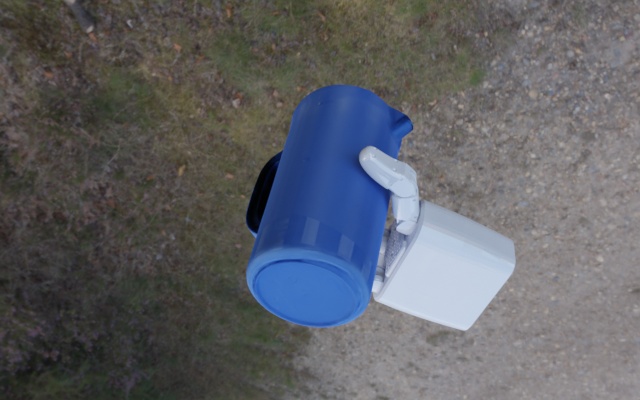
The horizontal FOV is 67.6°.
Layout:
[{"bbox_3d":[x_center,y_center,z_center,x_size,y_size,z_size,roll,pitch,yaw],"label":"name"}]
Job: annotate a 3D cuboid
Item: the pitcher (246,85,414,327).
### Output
[{"bbox_3d":[0.000,0.002,0.489,0.145,0.242,0.149,21,-46,-5],"label":"pitcher"}]
